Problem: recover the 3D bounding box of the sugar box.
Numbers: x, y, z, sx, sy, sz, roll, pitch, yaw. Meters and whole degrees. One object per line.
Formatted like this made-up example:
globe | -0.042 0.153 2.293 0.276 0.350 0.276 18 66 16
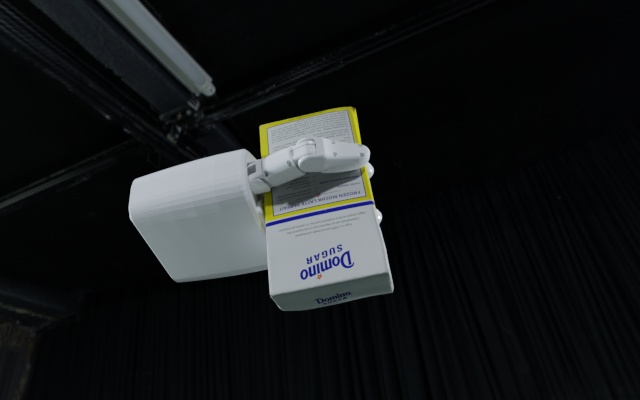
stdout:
sugar box | 0.000 0.002 0.413 0.093 0.176 0.048 -12 -33 6
